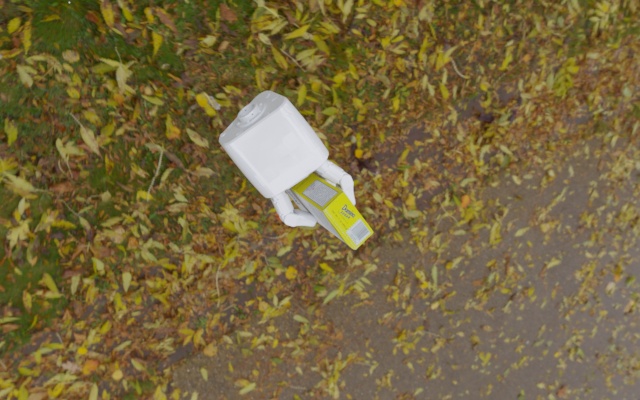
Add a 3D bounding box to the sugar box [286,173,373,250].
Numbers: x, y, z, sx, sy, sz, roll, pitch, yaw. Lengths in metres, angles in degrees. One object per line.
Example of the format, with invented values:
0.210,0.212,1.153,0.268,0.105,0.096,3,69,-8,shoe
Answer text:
0.000,0.002,0.735,0.048,0.093,0.176,-42,34,-7,sugar box
